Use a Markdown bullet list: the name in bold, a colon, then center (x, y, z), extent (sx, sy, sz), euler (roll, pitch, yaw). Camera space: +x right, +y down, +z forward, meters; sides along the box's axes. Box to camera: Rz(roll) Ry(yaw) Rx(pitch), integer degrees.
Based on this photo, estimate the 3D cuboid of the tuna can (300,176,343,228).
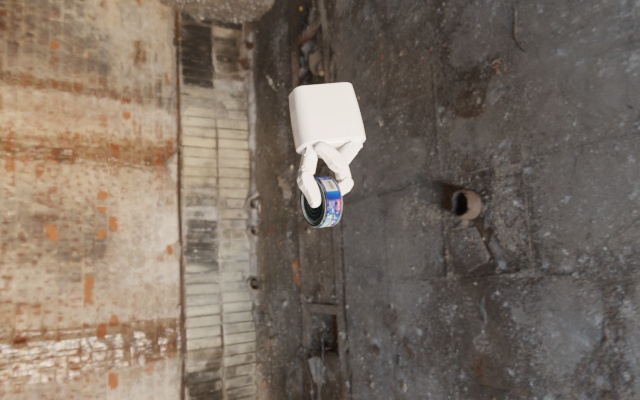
- **tuna can**: center (0.000, 0.003, 0.801), extent (0.034, 0.086, 0.086), euler (-5, 3, -32)
